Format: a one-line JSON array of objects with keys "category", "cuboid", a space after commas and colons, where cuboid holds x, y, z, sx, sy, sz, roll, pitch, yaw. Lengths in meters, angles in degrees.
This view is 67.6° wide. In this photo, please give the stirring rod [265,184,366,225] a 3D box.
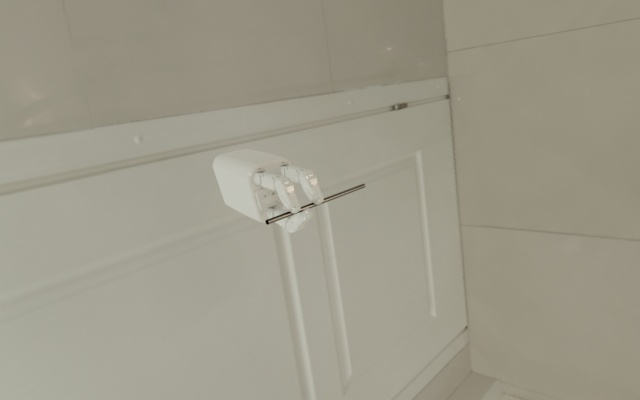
[{"category": "stirring rod", "cuboid": [0.000, 0.003, 0.800, 0.011, 0.011, 0.239, 0, 14, 44]}]
